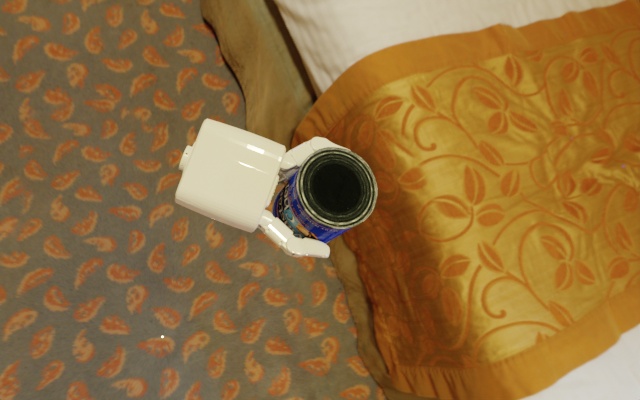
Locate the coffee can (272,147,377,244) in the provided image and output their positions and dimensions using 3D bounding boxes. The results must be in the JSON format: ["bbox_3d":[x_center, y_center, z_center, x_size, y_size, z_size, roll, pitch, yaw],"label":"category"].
[{"bbox_3d":[0.000,0.002,0.630,0.103,0.102,0.140,0,-15,-18],"label":"coffee can"}]
